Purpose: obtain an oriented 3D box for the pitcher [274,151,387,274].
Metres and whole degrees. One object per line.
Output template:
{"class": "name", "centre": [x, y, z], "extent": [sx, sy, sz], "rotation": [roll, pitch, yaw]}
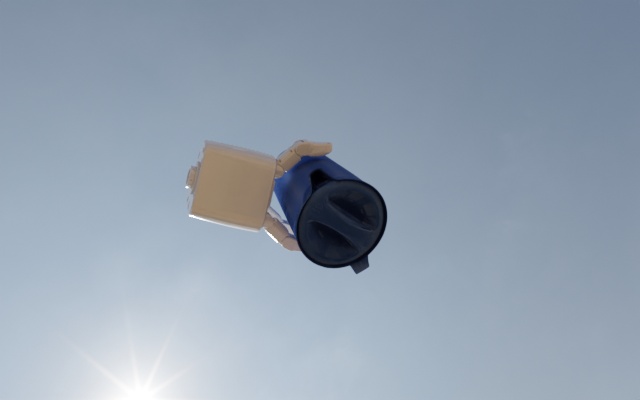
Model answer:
{"class": "pitcher", "centre": [0.000, 0.002, 0.753], "extent": [0.145, 0.149, 0.242], "rotation": [12, 16, -22]}
